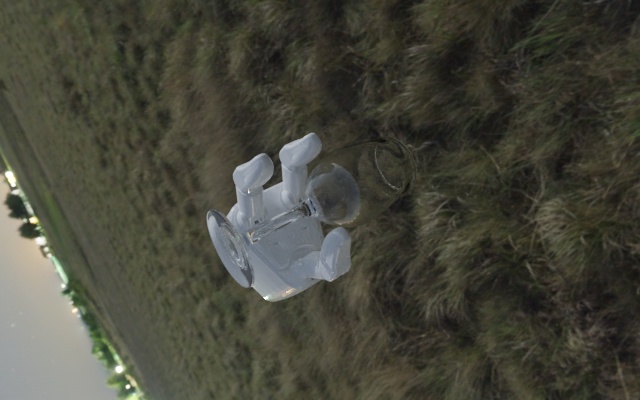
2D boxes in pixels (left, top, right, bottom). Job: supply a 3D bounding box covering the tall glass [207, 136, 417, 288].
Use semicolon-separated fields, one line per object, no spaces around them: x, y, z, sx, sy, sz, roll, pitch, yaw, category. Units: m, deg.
0.000;0.002;0.450;0.201;0.079;0.079;-27;14;-28;tall glass
